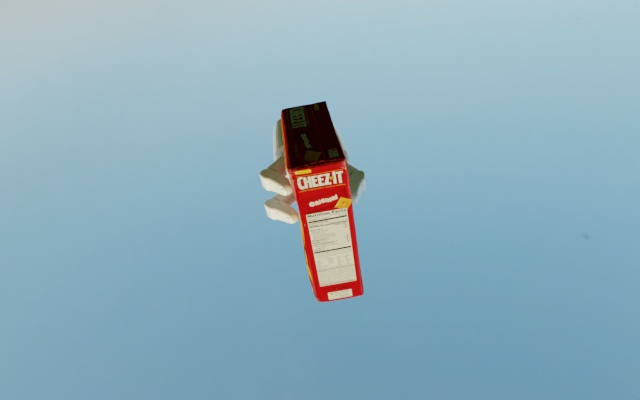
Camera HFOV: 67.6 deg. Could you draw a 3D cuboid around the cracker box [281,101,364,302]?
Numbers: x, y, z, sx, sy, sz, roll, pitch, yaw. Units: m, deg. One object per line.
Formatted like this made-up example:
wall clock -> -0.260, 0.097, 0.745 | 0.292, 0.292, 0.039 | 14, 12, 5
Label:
cracker box -> 0.000, 0.002, 0.635 | 0.072, 0.214, 0.164 | -11, 35, -1
